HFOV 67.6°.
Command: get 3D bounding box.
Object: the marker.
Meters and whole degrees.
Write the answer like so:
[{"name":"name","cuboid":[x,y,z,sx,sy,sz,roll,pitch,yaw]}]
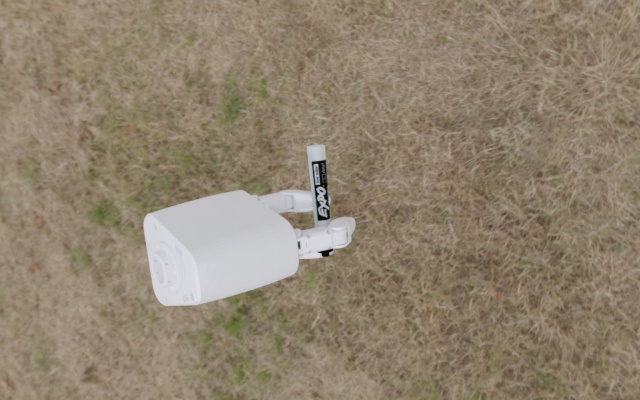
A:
[{"name":"marker","cuboid":[0.000,0.002,0.510,0.020,0.121,0.020,-5,12,1]}]
